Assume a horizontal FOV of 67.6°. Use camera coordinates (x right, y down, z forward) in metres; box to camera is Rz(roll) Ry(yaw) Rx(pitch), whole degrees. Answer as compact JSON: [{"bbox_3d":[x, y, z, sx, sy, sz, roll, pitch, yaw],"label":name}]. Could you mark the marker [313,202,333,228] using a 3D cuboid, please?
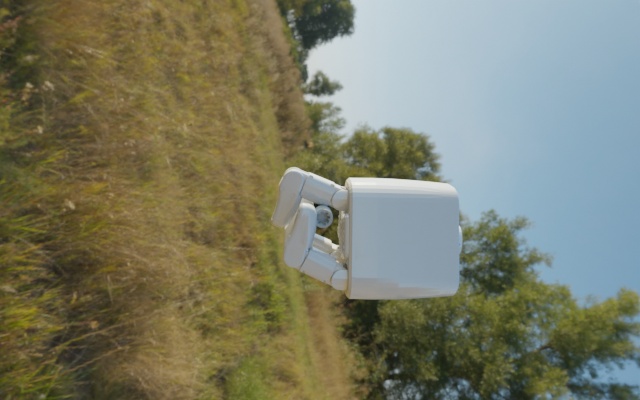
[{"bbox_3d":[0.000,0.002,0.503,0.020,0.020,0.121,0,15,-2],"label":"marker"}]
